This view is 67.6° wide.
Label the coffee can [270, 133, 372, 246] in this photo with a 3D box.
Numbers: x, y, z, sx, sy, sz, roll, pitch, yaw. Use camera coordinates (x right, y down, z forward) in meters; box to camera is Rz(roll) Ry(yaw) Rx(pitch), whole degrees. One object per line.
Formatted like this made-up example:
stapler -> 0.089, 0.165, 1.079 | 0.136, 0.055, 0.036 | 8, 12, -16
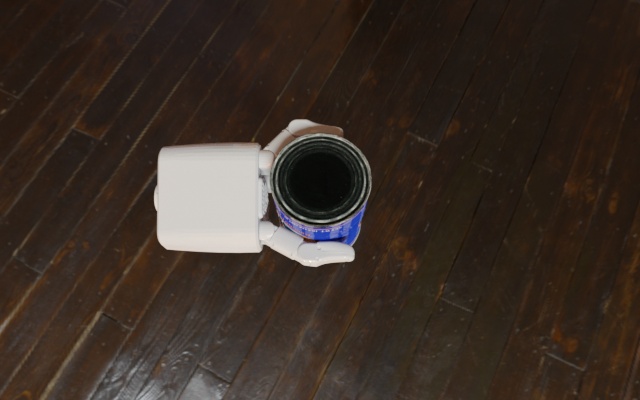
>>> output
coffee can -> 0.000, 0.002, 0.540 | 0.103, 0.102, 0.140 | 0, -20, 0
